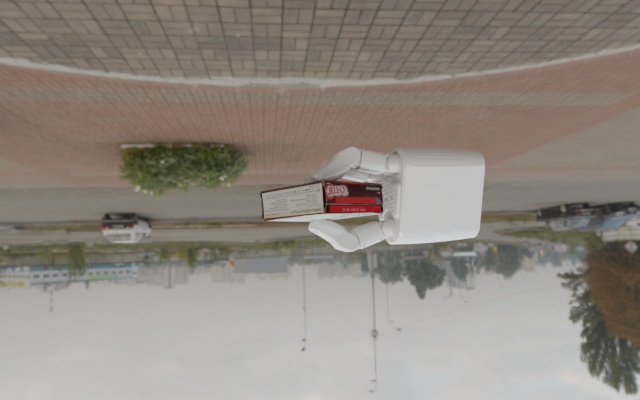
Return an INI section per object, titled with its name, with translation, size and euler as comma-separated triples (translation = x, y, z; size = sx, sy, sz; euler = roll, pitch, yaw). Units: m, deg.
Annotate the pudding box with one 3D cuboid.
[pudding box]
translation = 0.000, 0.002, 0.537
size = 0.090, 0.039, 0.113
euler = 2, -9, -42
